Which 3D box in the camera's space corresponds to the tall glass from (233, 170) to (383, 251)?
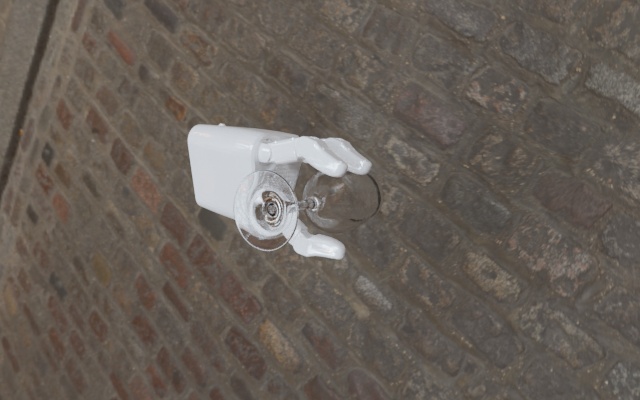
[{"bbox_3d":[0.000,0.002,0.518,0.079,0.079,0.201,0,4,32],"label":"tall glass"}]
